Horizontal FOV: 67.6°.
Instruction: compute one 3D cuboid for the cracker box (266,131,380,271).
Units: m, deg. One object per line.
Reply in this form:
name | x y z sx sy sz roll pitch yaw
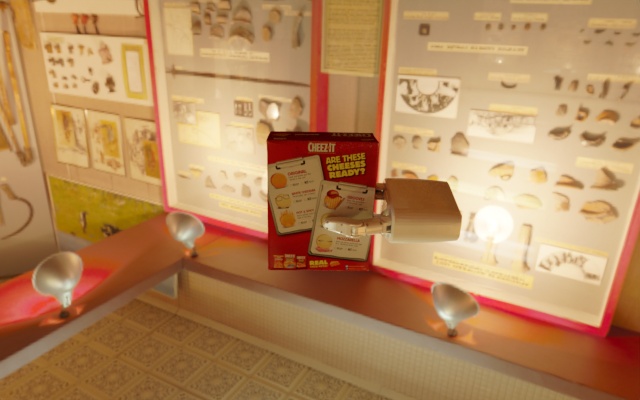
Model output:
cracker box | 0.000 0.003 0.746 0.164 0.214 0.072 1 22 -3
